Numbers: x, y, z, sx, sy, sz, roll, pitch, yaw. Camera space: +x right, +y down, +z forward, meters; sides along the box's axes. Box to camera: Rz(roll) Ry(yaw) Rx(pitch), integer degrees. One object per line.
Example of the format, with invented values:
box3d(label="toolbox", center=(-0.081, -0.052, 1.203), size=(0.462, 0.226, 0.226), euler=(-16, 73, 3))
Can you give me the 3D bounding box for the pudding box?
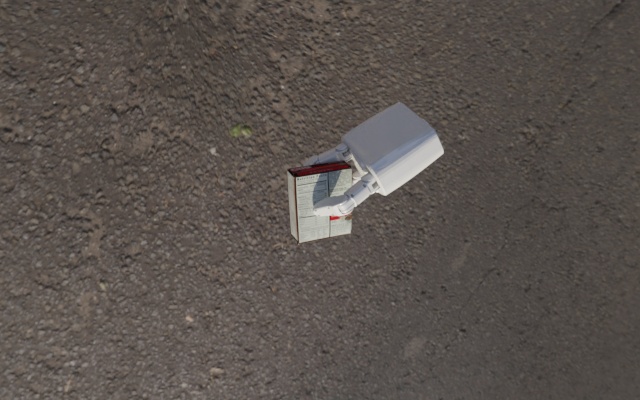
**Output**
box3d(label="pudding box", center=(0.000, 0.002, 0.704), size=(0.090, 0.113, 0.039), euler=(-9, 24, -17))
